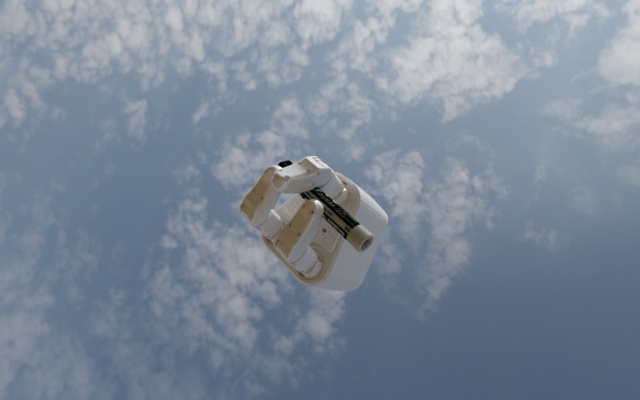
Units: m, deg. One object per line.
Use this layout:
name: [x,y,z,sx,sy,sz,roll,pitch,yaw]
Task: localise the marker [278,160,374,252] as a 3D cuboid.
marker: [0.000,0.001,0.430,0.121,0.020,0.020,42,24,30]
